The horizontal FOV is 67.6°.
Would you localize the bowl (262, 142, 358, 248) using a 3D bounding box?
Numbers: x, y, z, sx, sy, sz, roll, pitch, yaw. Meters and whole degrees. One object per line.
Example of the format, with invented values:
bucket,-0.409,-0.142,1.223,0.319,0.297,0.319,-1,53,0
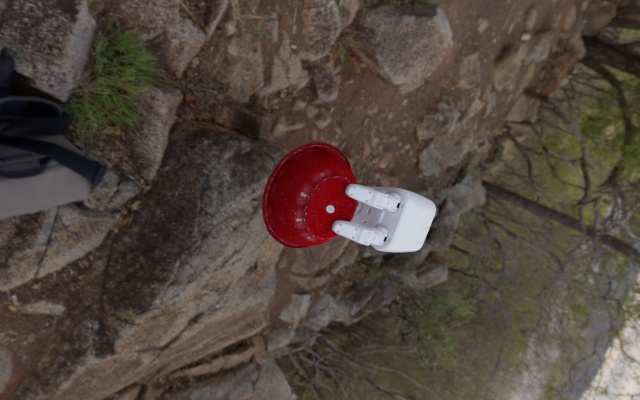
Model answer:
bowl,-0.001,0.002,0.673,0.162,0.162,0.055,0,18,-38
